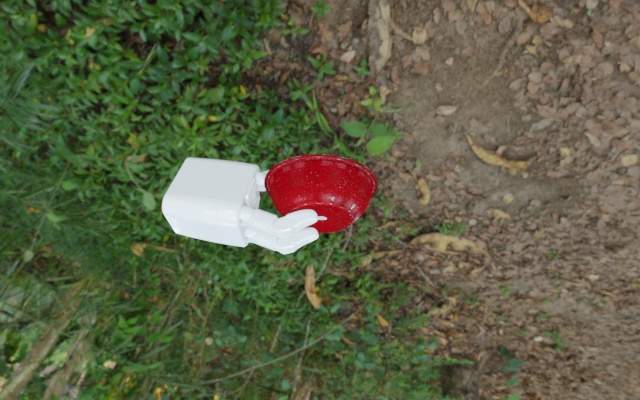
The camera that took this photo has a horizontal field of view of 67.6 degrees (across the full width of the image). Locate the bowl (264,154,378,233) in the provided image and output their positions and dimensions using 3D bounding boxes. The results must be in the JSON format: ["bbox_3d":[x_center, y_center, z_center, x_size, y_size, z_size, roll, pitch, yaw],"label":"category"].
[{"bbox_3d":[0.001,0.002,0.665,0.162,0.055,0.162,1,-29,1],"label":"bowl"}]
